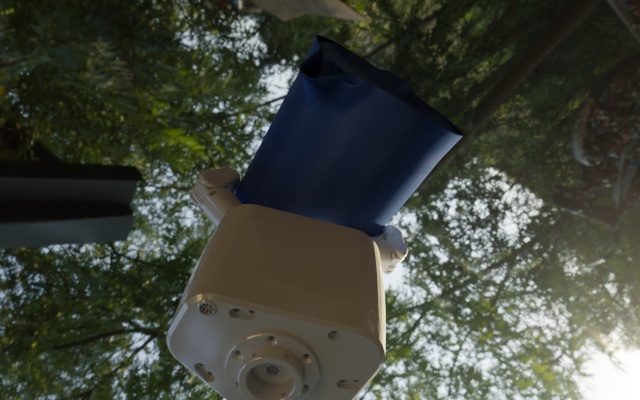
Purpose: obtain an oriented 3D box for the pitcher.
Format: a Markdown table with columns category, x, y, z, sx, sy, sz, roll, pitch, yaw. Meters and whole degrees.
| category | x | y | z | sx | sy | sz | roll | pitch | yaw |
| --- | --- | --- | --- | --- | --- | --- | --- | --- | --- |
| pitcher | 0.000 | 0.001 | 0.409 | 0.149 | 0.243 | 0.145 | 30 | 21 | -10 |
